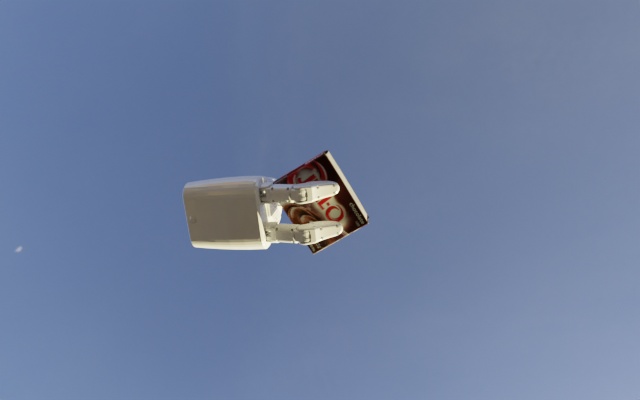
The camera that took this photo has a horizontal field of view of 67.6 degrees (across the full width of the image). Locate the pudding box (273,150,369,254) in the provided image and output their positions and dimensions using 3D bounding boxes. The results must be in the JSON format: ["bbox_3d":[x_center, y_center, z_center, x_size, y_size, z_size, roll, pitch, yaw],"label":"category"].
[{"bbox_3d":[0.000,0.002,0.647,0.090,0.113,0.039,-31,10,16],"label":"pudding box"}]
